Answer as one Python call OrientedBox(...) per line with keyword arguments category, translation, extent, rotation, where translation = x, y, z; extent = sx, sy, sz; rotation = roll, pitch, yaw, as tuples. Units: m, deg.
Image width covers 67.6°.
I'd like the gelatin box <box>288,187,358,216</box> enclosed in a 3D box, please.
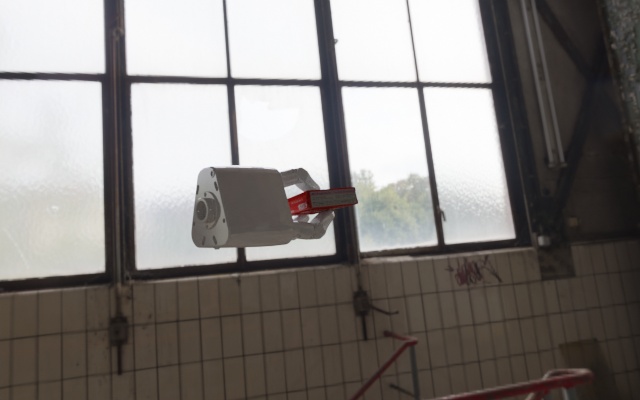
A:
OrientedBox(category="gelatin box", translation=(0.000, 0.002, 0.729), extent=(0.089, 0.030, 0.073), rotation=(-6, -6, -33))
